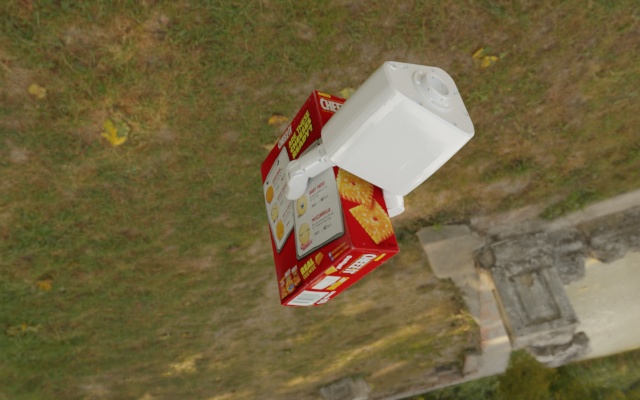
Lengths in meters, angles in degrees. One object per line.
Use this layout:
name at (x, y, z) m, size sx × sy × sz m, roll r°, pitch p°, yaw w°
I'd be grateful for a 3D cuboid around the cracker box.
cracker box at (0.000, 0.002, 0.591) m, size 0.072 × 0.213 × 0.164 m, roll 8°, pitch -35°, yaw -31°
